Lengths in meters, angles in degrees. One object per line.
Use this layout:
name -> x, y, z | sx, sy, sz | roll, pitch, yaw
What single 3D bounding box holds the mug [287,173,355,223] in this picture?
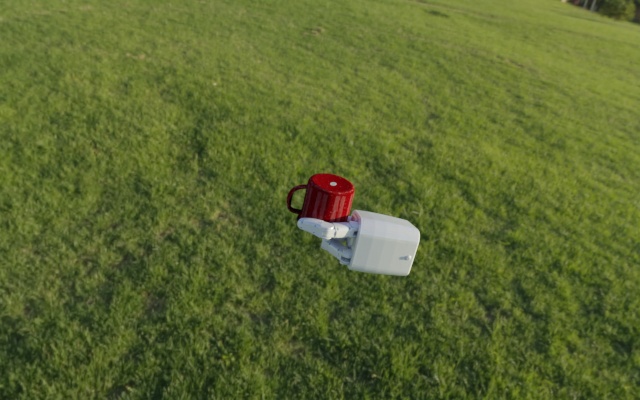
mug -> -0.001, 0.002, 0.824 | 0.117, 0.081, 0.093 | 10, 26, -6
